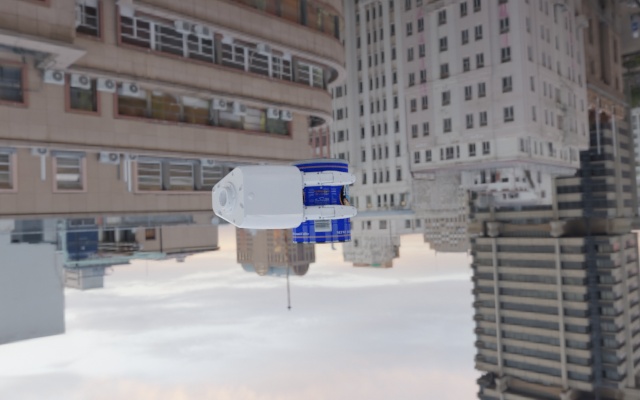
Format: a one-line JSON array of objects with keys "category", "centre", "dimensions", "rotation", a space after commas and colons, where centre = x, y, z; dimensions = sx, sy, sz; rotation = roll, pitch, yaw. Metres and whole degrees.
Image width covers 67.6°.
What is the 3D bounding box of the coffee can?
[{"category": "coffee can", "centre": [0.000, 0.003, 0.828], "dimensions": [0.103, 0.140, 0.103], "rotation": [-2, -2, 0]}]
